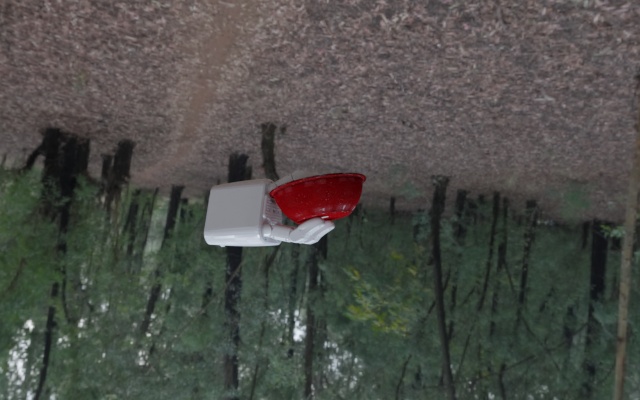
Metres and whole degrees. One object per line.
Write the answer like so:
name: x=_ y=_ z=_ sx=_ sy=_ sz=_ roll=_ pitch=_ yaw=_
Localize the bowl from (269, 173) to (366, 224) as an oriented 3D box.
bowl: x=0.001 y=0.003 z=0.775 sx=0.162 sy=0.055 sz=0.162 roll=-10 pitch=-10 yaw=-2
